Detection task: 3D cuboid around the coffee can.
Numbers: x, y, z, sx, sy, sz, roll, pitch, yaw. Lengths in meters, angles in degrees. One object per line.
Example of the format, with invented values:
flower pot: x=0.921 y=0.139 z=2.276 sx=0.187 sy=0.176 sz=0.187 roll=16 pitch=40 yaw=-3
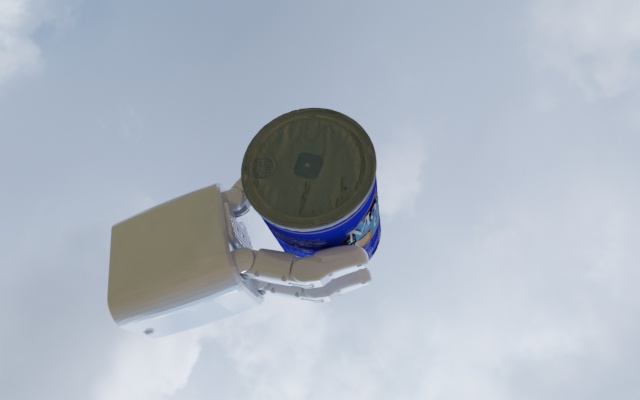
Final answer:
coffee can: x=0.000 y=0.001 z=0.417 sx=0.103 sy=0.102 sz=0.140 roll=0 pitch=-24 yaw=9
